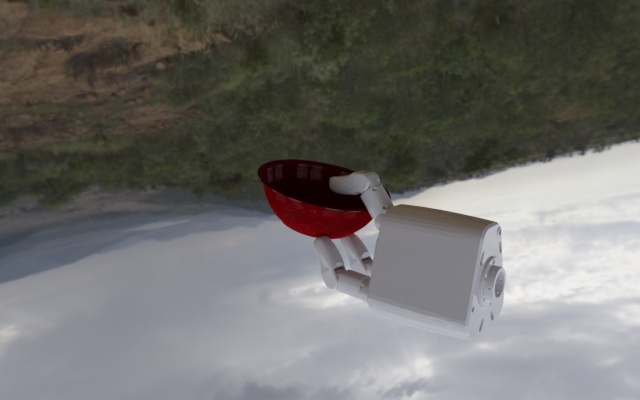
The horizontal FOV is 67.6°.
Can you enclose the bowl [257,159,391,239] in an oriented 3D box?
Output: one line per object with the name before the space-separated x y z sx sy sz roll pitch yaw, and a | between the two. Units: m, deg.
bowl | -0.001 0.002 0.578 0.162 0.055 0.162 11 21 -4
